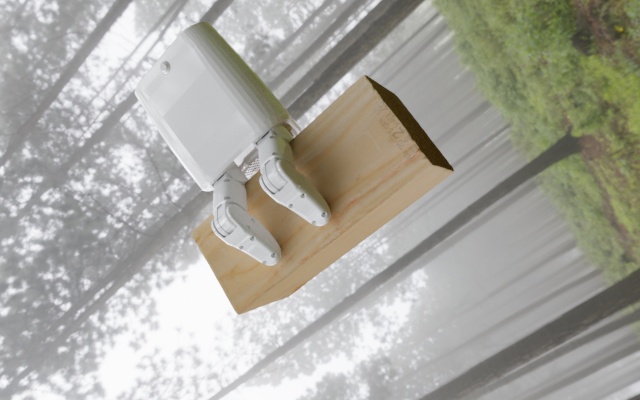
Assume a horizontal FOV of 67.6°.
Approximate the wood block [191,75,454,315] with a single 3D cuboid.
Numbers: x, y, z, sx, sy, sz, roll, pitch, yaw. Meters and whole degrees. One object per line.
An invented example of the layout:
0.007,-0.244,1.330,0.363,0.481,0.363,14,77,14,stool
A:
0.000,0.001,0.418,0.206,0.090,0.091,-40,-15,21,wood block
